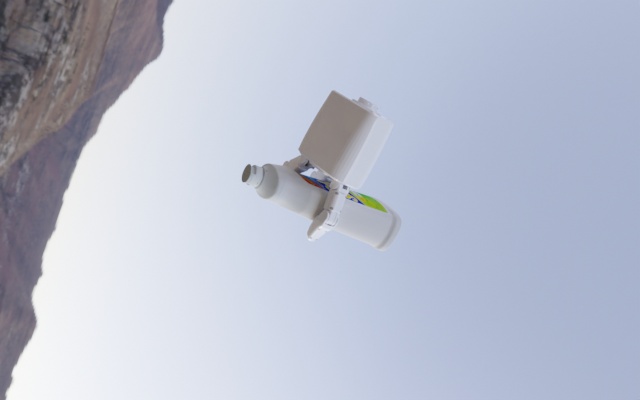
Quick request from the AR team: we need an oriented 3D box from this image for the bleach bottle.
[{"bbox_3d":[0.000,0.002,0.724,0.251,0.068,0.102,20,16,-32],"label":"bleach bottle"}]
